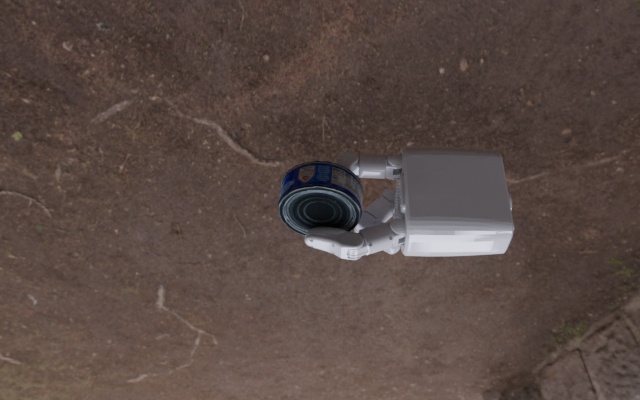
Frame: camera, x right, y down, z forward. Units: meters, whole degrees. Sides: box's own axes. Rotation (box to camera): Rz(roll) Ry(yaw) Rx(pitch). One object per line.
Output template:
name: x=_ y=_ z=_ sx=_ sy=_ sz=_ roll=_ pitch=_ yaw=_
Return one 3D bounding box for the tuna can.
tuna can: x=0.000 y=0.002 z=0.485 sx=0.086 sy=0.033 sz=0.086 roll=3 pitch=-40 yaw=3
